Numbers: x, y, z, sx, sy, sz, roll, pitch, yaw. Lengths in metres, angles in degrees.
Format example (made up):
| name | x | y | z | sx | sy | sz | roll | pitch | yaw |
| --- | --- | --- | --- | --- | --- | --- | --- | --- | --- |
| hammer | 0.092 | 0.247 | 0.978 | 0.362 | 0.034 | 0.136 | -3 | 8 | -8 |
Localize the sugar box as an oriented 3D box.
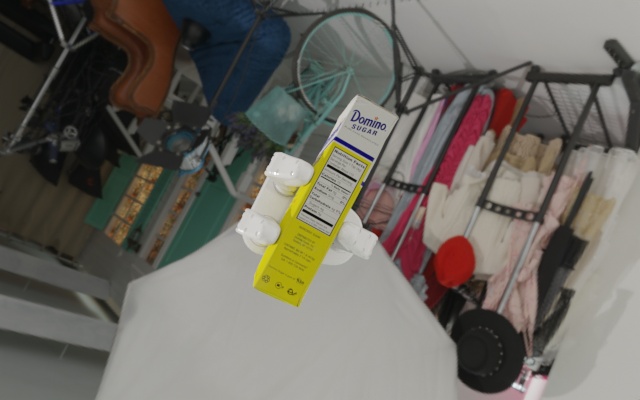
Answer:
| name | x | y | z | sx | sy | sz | roll | pitch | yaw |
| --- | --- | --- | --- | --- | --- | --- | --- | --- | --- |
| sugar box | 0.000 | 0.001 | 0.419 | 0.048 | 0.176 | 0.093 | 26 | -6 | -6 |
